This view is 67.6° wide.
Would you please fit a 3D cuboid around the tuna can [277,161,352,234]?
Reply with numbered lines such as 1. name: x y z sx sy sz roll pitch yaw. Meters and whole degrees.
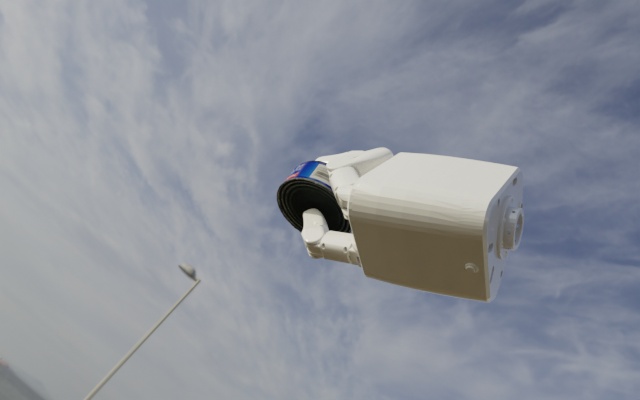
1. tuna can: 0.000 0.001 0.491 0.086 0.086 0.033 0 40 36
